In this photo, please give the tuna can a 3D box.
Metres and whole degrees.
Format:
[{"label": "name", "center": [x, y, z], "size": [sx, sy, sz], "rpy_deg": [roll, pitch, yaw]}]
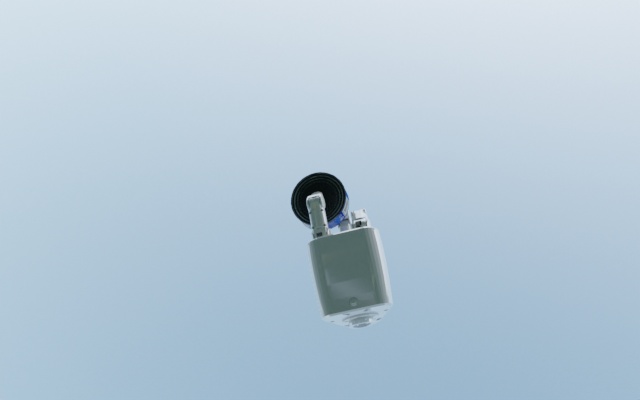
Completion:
[{"label": "tuna can", "center": [0.000, 0.003, 0.729], "size": [0.086, 0.086, 0.034], "rpy_deg": [0, -21, 15]}]
